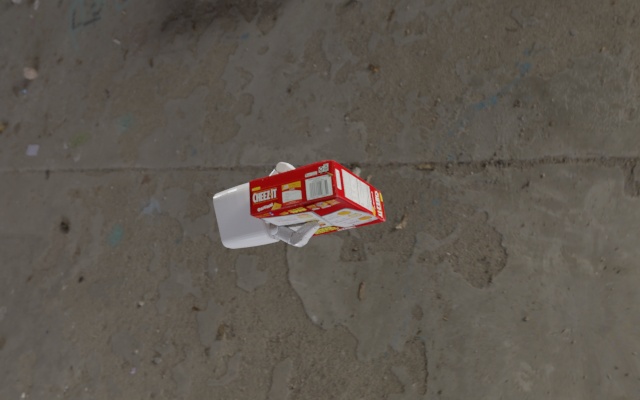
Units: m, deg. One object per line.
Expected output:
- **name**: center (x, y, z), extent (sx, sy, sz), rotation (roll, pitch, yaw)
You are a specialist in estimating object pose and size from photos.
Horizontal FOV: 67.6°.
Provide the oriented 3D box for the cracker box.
- **cracker box**: center (0.000, 0.003, 0.854), extent (0.164, 0.072, 0.214), rotation (-13, -18, 25)
